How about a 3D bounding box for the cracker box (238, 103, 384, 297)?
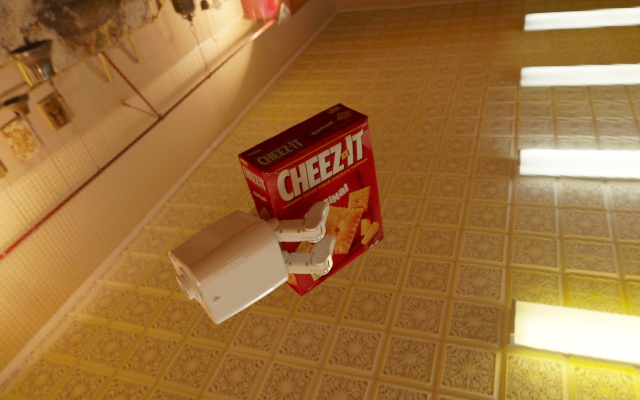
[{"bbox_3d":[0.000,0.002,0.652,0.164,0.214,0.072,-31,41,-23],"label":"cracker box"}]
